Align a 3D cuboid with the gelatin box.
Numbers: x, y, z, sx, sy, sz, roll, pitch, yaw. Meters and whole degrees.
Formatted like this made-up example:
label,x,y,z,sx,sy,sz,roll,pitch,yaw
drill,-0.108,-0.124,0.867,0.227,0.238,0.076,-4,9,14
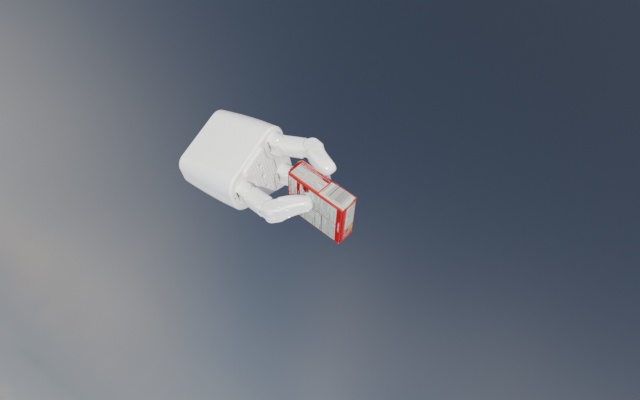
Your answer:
label,x,y,z,sx,sy,sz,roll,pitch,yaw
gelatin box,0.000,0.002,0.588,0.089,0.030,0.073,36,-30,22
